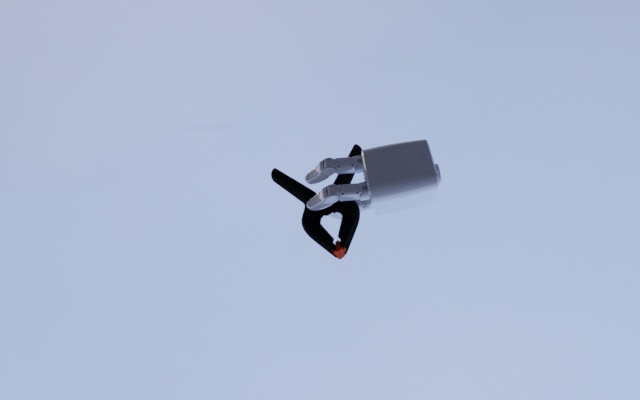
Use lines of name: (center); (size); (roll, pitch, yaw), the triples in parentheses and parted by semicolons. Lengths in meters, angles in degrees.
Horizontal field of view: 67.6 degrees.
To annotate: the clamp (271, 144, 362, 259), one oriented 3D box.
clamp: (0.001, 0.003, 0.784); (0.164, 0.209, 0.036); (-11, -37, 8)
